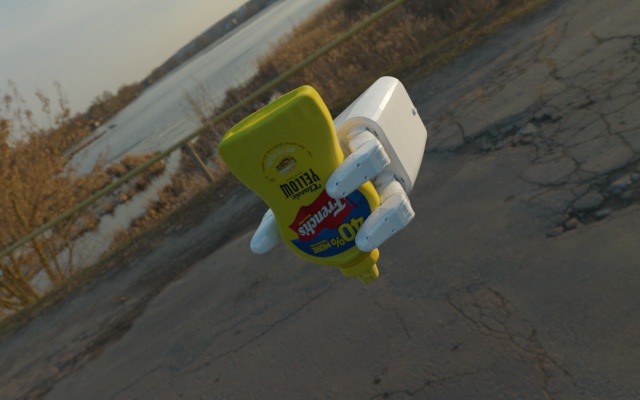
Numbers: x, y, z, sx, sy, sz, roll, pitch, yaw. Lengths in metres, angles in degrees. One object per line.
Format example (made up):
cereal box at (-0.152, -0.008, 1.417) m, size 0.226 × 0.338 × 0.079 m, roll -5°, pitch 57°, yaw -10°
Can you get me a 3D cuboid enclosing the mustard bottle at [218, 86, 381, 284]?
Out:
mustard bottle at (0.000, 0.001, 0.432) m, size 0.096 × 0.192 × 0.058 m, roll -29°, pitch 23°, yaw 12°
